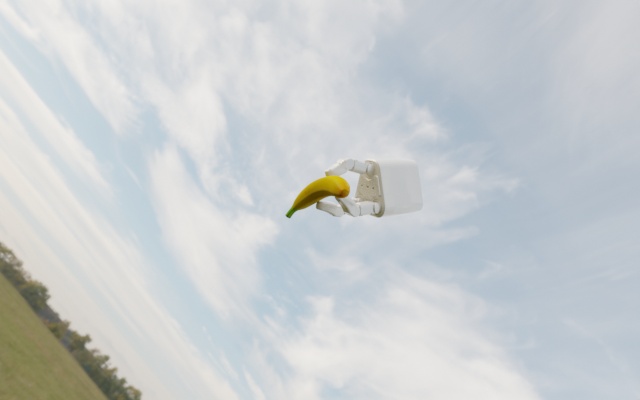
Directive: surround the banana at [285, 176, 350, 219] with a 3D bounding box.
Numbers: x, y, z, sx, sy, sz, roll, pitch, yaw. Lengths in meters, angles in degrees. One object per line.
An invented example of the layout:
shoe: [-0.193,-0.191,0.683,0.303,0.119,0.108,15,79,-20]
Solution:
banana: [0.004,-0.012,0.868,0.037,0.069,0.198,29,-28,-22]
